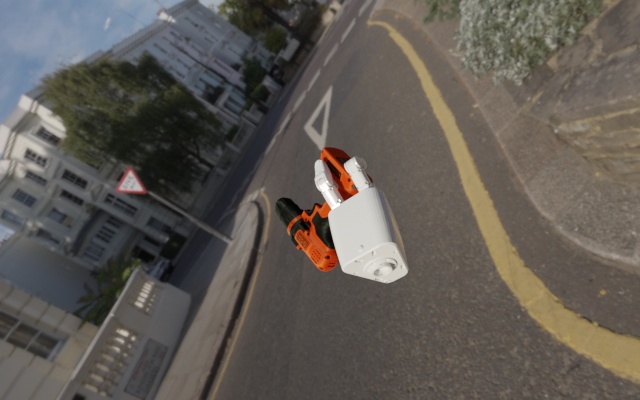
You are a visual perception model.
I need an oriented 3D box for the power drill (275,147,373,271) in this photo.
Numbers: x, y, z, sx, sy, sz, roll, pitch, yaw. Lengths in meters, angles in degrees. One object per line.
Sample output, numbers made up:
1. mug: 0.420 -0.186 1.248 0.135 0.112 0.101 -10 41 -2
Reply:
1. power drill: 0.000 0.003 0.847 0.057 0.188 0.184 -1 38 -44
